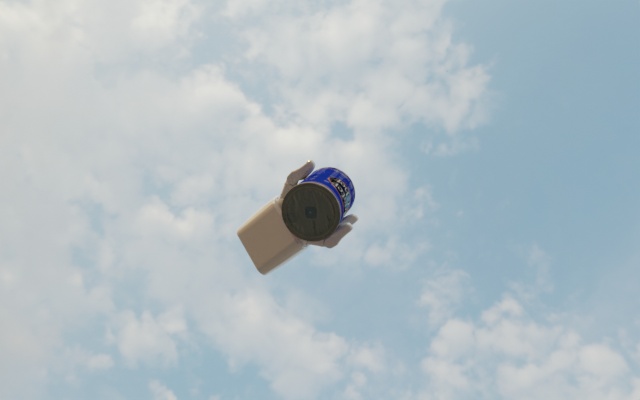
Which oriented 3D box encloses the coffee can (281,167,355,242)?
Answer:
[{"bbox_3d":[0.000,0.003,0.857,0.103,0.103,0.140,0,15,15],"label":"coffee can"}]
